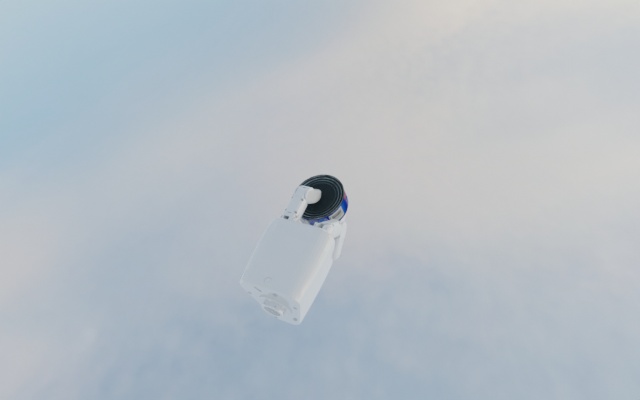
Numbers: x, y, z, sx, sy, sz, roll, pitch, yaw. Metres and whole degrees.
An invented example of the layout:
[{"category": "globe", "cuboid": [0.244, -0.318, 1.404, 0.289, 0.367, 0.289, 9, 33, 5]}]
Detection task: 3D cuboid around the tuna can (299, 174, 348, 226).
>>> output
[{"category": "tuna can", "cuboid": [0.000, 0.003, 0.755, 0.086, 0.086, 0.034, 0, -35, 21]}]
